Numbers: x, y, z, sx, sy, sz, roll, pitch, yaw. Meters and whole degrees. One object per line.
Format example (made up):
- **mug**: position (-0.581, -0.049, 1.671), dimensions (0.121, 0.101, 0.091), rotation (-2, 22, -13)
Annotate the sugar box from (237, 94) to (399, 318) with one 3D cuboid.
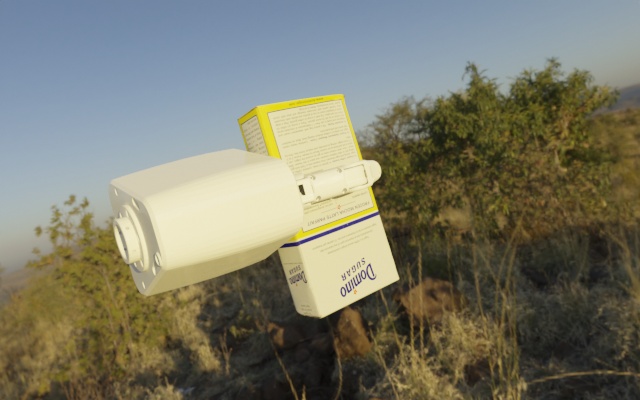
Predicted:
- **sugar box**: position (0.000, 0.001, 0.415), dimensions (0.093, 0.176, 0.048), rotation (-17, 4, -34)
